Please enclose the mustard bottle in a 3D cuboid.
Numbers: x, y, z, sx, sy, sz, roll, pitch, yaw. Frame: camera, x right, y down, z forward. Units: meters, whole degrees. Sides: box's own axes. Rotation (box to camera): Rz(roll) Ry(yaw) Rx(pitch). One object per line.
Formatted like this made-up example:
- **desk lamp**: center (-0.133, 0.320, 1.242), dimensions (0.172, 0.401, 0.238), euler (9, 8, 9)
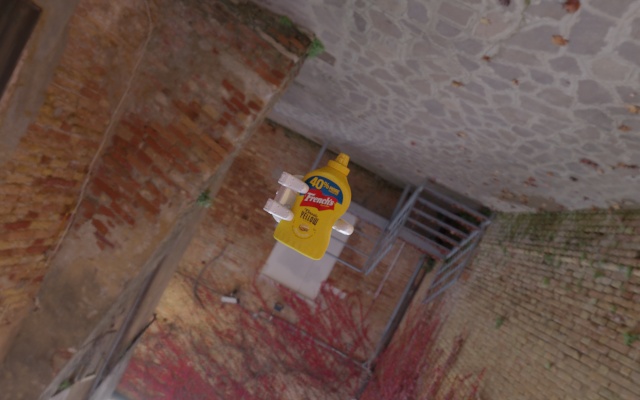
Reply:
- **mustard bottle**: center (0.000, 0.003, 0.856), dimensions (0.096, 0.191, 0.058), euler (27, -1, 12)
